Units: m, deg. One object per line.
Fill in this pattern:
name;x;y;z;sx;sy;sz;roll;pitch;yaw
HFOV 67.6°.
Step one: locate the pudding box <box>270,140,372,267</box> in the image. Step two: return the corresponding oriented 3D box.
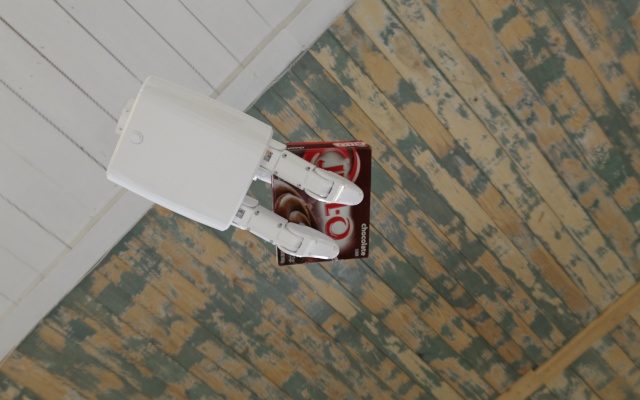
pudding box;0.000;0.001;0.450;0.090;0.113;0.039;-4;20;-10
